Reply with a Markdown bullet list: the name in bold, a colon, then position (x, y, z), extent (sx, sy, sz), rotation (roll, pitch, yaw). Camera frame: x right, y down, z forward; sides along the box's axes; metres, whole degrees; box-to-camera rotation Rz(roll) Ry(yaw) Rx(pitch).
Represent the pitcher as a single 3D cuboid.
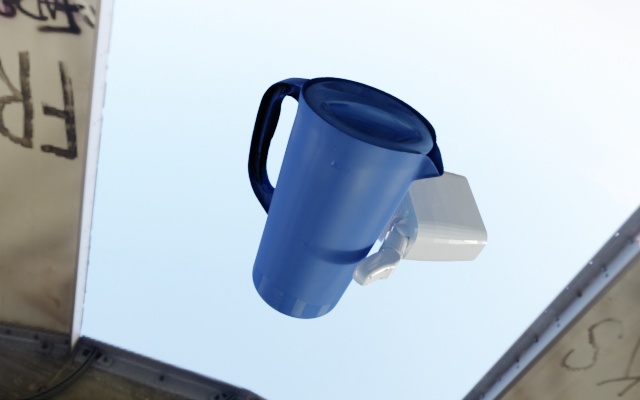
- **pitcher**: position (0.000, 0.002, 0.496), extent (0.145, 0.243, 0.149), rotation (5, 37, -26)
